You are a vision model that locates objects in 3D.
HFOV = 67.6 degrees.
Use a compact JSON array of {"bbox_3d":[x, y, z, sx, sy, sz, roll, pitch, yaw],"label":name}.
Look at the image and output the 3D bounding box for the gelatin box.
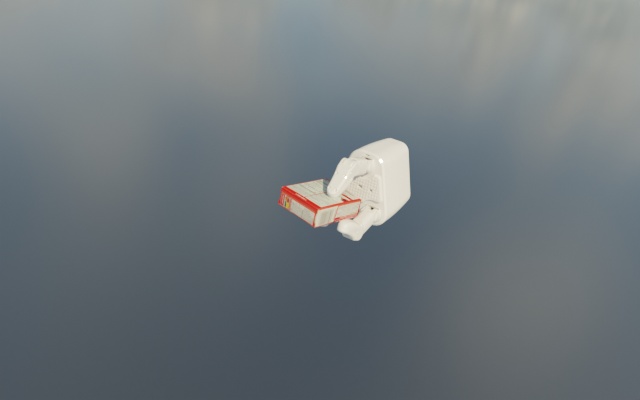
[{"bbox_3d":[0.000,0.002,0.649,0.089,0.030,0.073,-12,34,-45],"label":"gelatin box"}]
